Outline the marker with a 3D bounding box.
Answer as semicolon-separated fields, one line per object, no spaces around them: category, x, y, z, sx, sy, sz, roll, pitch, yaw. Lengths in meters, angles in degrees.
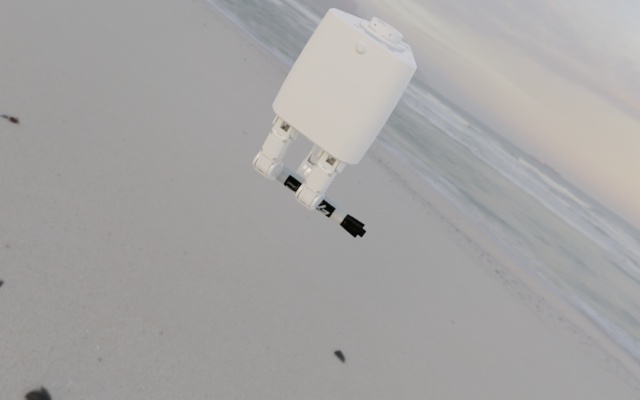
marker;0.000;0.002;0.533;0.121;0.020;0.020;37;4;5
